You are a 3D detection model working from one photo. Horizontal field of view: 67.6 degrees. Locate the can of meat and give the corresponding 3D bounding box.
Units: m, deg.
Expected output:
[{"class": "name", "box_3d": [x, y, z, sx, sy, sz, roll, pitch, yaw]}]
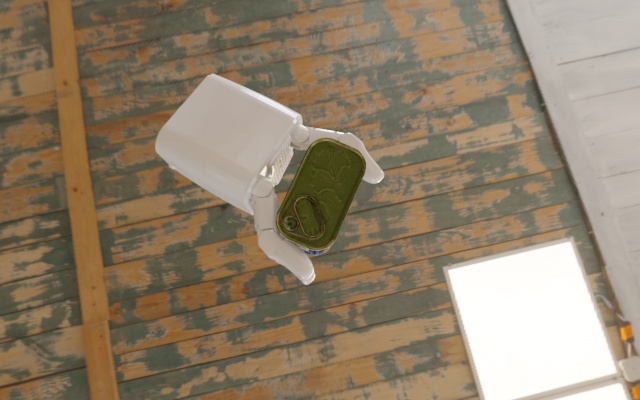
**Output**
[{"class": "can of meat", "box_3d": [0.000, 0.002, 0.468, 0.057, 0.102, 0.084, 24, -12, 4]}]
